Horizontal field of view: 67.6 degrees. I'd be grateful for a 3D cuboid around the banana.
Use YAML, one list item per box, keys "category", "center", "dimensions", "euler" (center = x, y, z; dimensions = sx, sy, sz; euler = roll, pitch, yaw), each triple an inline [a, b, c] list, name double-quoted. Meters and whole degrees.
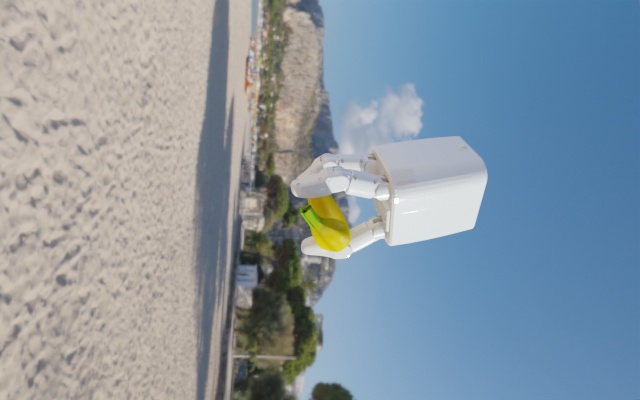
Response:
- category: "banana"
  center: [0.007, 0.019, 0.543]
  dimensions: [0.037, 0.069, 0.198]
  euler: [-23, 7, 2]
